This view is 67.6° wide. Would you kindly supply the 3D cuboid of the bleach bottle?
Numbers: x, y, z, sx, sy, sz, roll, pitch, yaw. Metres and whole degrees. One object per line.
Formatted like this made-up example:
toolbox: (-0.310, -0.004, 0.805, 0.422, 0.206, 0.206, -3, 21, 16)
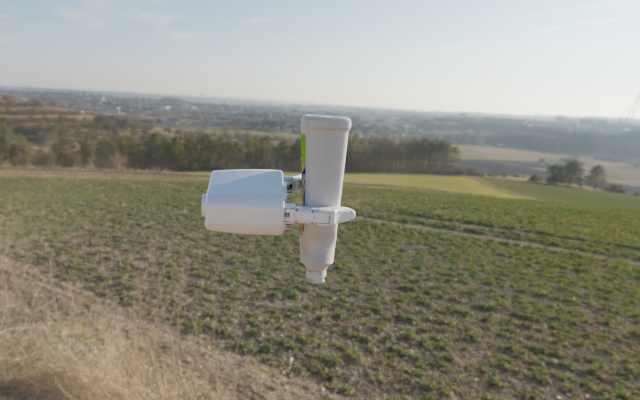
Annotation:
bleach bottle: (0.000, 0.002, 0.704, 0.068, 0.251, 0.102, 2, 11, -7)
